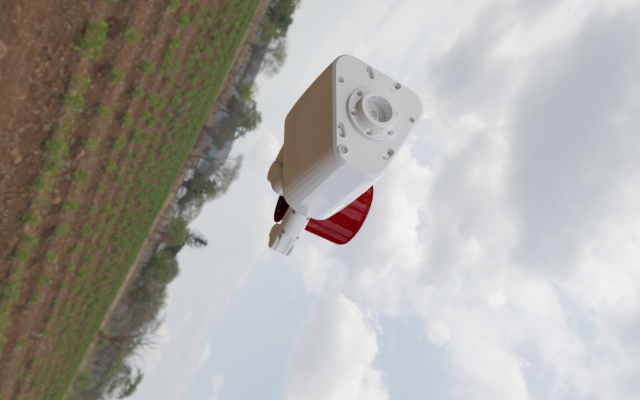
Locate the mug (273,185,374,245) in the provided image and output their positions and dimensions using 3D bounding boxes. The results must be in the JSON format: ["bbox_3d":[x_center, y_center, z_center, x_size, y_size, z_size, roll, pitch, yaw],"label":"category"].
[{"bbox_3d":[0.000,0.002,0.537,0.081,0.093,0.117,25,-28,-15],"label":"mug"}]
